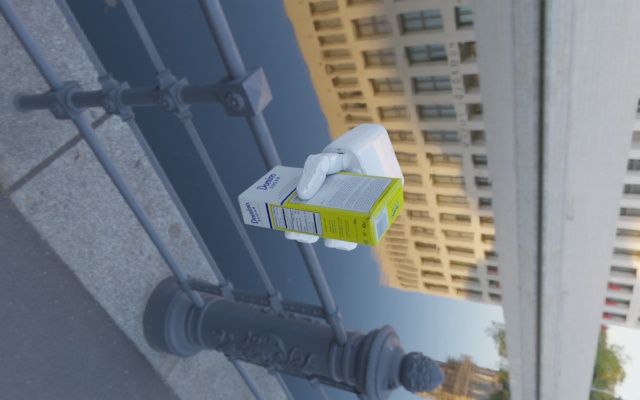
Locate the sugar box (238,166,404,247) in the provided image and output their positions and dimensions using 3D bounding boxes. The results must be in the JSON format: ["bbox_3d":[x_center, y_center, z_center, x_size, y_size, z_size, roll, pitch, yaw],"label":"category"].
[{"bbox_3d":[0.000,0.002,0.572,0.176,0.048,0.093,6,32,30],"label":"sugar box"}]
